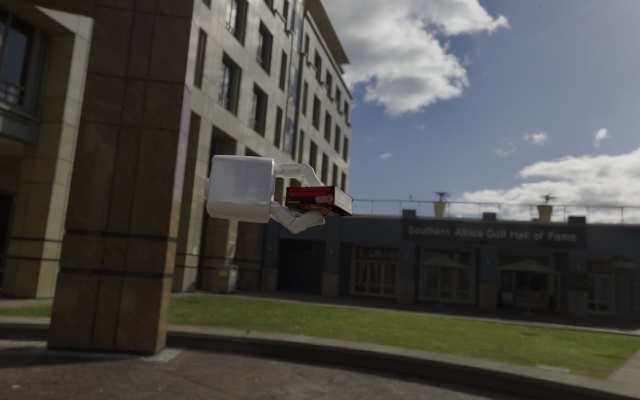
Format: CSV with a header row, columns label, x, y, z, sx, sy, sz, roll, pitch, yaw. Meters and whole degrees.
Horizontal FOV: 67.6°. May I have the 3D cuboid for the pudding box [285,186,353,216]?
label,x,y,z,sx,sy,sz,roll,pitch,yaw
pudding box,0.000,0.003,0.841,0.090,0.039,0.113,0,-9,20
